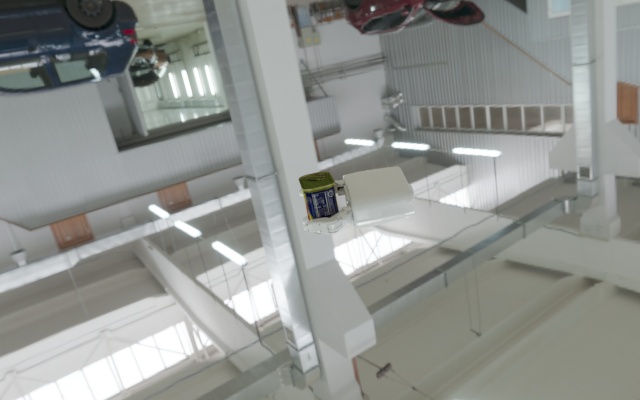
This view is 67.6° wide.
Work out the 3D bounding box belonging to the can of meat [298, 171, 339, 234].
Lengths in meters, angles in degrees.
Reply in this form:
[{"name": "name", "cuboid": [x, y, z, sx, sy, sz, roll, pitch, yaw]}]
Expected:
[{"name": "can of meat", "cuboid": [0.000, 0.003, 0.837, 0.057, 0.084, 0.102, -13, 18, -4]}]
